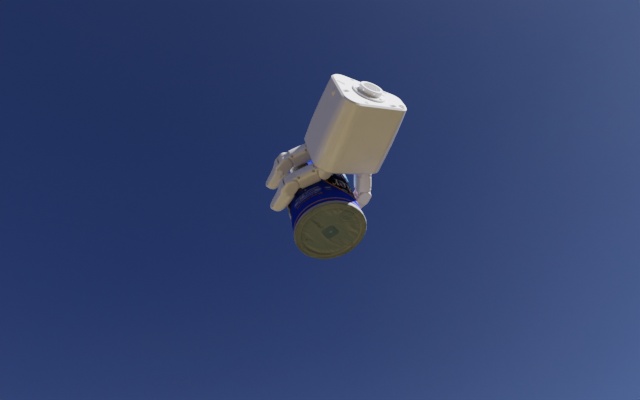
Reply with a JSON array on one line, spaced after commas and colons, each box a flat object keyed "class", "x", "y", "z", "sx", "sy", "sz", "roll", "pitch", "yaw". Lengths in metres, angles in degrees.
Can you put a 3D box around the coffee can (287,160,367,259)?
[{"class": "coffee can", "x": 0.000, "y": 0.003, "z": 0.711, "sx": 0.103, "sy": 0.103, "sz": 0.140, "roll": 0, "pitch": 37, "yaw": -15}]
